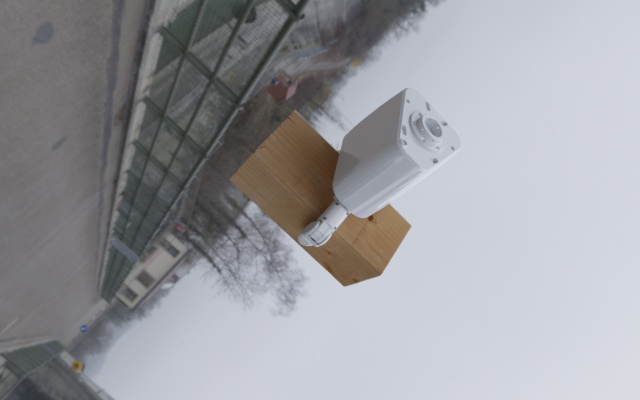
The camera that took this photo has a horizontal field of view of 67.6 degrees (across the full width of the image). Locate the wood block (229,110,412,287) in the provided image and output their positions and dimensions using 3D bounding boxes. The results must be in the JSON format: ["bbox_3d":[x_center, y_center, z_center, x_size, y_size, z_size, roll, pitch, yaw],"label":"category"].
[{"bbox_3d":[0.000,0.002,0.600,0.090,0.206,0.090,-51,10,-32],"label":"wood block"}]
